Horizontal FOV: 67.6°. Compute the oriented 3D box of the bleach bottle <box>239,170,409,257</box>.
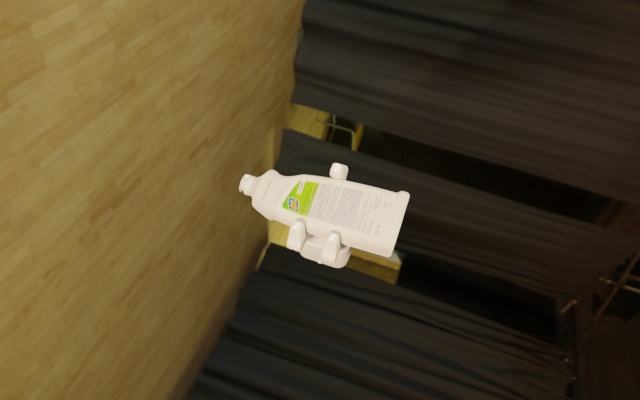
[{"bbox_3d":[0.000,0.002,0.729,0.251,0.102,0.068,17,-22,9],"label":"bleach bottle"}]
